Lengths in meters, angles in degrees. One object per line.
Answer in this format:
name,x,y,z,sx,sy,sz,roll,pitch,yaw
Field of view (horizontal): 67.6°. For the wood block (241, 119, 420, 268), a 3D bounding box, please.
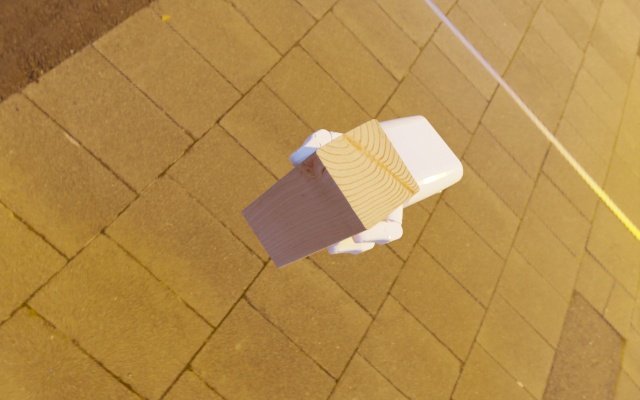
wood block,0.000,0.001,0.548,0.090,0.091,0.206,-33,0,-34
